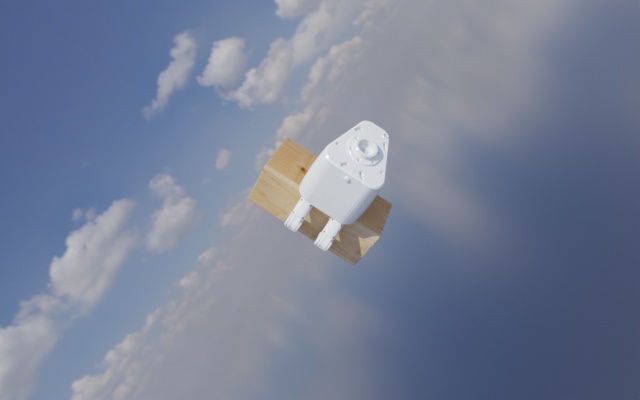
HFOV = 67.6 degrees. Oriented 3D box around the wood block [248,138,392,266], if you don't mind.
[{"bbox_3d":[0.000,0.002,0.783,0.206,0.090,0.090,33,43,-2],"label":"wood block"}]
